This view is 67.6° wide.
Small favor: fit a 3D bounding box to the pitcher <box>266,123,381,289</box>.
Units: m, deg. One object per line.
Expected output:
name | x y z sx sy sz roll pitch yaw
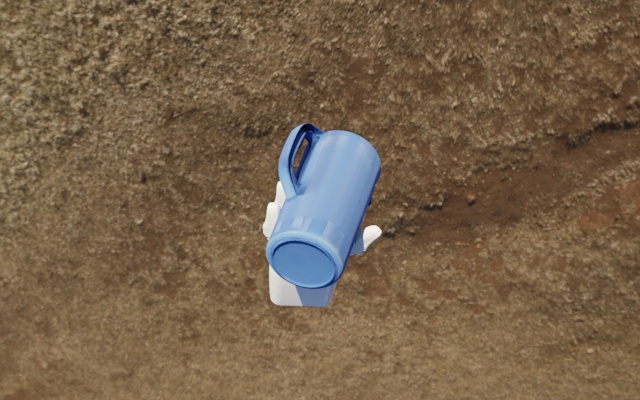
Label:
pitcher | 0.000 0.002 0.710 0.149 0.145 0.242 16 41 5
